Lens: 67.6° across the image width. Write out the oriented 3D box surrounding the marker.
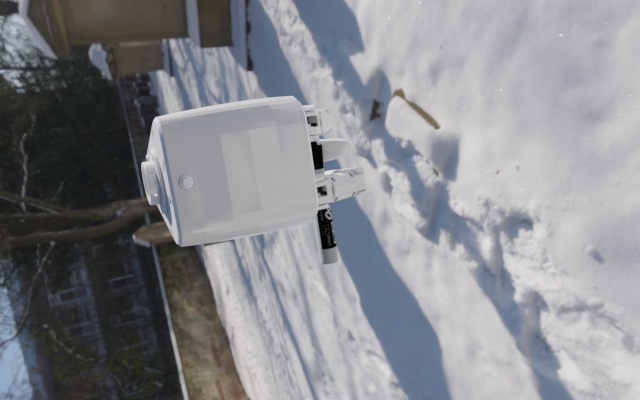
[{"bbox_3d":[0.000,0.002,0.463,0.020,0.121,0.020,-8,8,1],"label":"marker"}]
